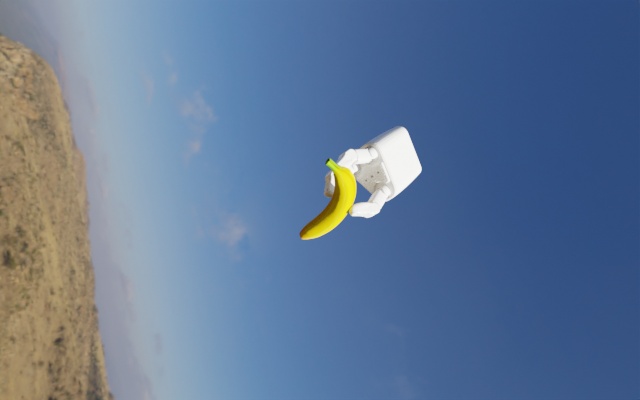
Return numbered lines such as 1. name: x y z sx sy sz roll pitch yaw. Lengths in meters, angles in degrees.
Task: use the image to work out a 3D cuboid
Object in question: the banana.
1. banana: 0.018 0.007 0.838 0.069 0.198 0.037 21 41 0
